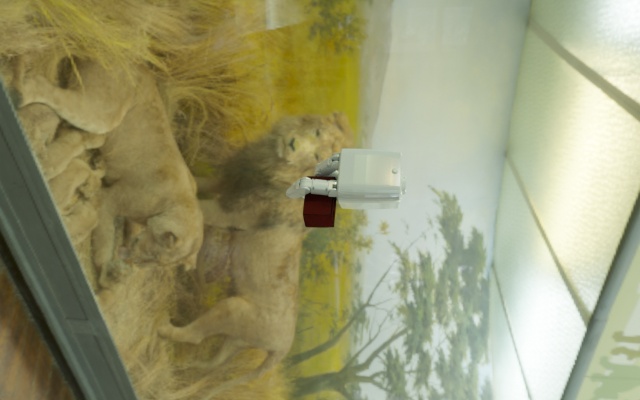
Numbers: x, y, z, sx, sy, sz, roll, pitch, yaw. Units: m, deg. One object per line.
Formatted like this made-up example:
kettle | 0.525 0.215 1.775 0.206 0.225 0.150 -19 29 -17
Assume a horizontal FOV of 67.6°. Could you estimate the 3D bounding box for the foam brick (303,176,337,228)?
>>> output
foam brick | 0.000 0.003 0.835 0.051 0.078 0.053 3 -26 7
